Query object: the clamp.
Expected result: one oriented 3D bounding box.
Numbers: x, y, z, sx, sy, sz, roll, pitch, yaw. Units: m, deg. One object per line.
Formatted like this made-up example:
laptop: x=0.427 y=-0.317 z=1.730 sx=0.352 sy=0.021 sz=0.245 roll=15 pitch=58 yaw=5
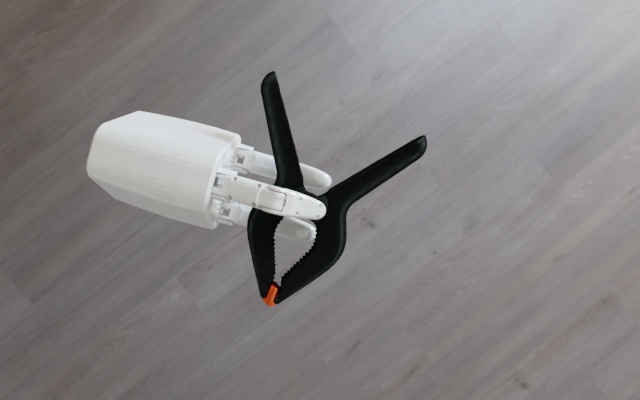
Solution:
clamp: x=0.000 y=0.002 z=0.448 sx=0.164 sy=0.210 sz=0.036 roll=16 pitch=2 yaw=-2
